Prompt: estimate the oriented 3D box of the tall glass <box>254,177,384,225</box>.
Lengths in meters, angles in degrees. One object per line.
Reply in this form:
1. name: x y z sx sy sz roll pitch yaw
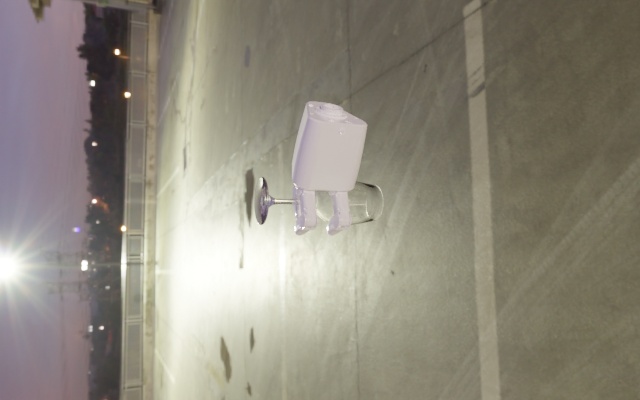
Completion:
1. tall glass: -0.001 0.003 0.771 0.201 0.079 0.079 1 -1 -23
